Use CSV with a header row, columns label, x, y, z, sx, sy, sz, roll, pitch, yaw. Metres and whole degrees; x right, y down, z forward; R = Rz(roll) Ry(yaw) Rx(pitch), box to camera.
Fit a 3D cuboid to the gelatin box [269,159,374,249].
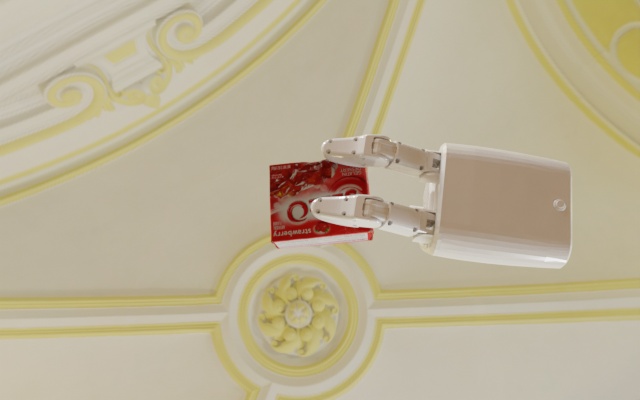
label,x,y,z,sx,sy,sz,roll,pitch,yaw
gelatin box,0.000,0.002,0.426,0.089,0.073,0.030,-6,-20,6
